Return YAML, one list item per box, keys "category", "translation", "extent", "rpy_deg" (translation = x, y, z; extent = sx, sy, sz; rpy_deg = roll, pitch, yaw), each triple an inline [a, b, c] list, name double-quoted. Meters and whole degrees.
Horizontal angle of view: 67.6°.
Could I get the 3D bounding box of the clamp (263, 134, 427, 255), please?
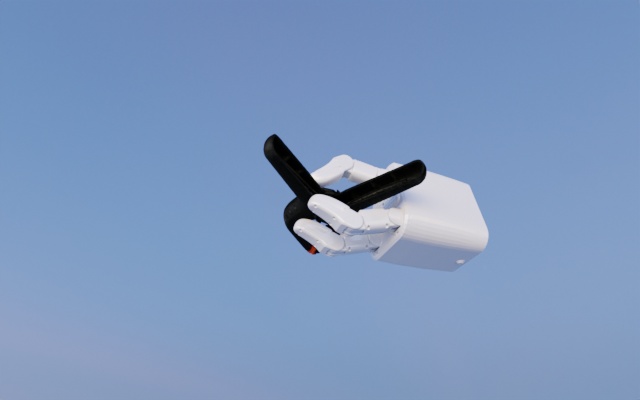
- category: "clamp"
  translation: [0.000, 0.001, 0.542]
  extent: [0.164, 0.036, 0.210]
  rpy_deg: [14, -34, -13]
